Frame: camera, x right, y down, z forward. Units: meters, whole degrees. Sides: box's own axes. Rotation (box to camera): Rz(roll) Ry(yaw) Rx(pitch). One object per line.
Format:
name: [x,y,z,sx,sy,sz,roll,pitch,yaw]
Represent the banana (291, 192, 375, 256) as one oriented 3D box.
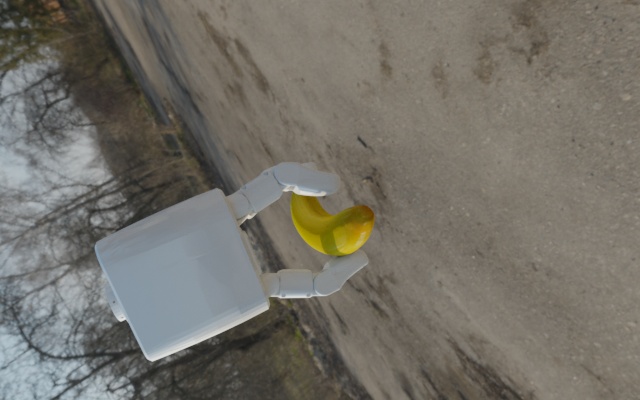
banana: [0.003,0.018,0.462,0.037,0.070,0.197,-18,19,-16]
